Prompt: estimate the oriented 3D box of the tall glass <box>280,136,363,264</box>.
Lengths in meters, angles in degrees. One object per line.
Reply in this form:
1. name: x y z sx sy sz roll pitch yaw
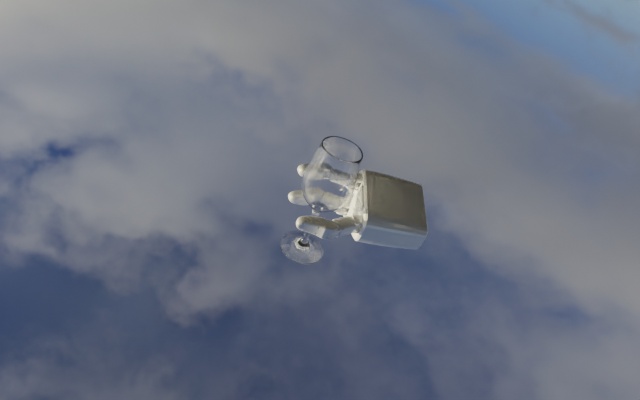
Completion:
1. tall glass: 0.000 0.003 0.720 0.079 0.201 0.079 14 37 -11
